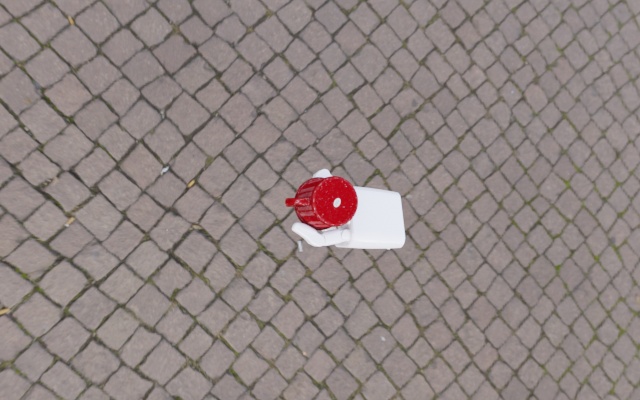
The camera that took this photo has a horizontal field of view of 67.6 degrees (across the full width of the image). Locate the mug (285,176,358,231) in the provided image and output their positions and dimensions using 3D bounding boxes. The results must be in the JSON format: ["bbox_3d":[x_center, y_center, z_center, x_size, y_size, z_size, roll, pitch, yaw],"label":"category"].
[{"bbox_3d":[-0.001,0.002,0.788,0.117,0.093,0.081,4,-4,-19],"label":"mug"}]
